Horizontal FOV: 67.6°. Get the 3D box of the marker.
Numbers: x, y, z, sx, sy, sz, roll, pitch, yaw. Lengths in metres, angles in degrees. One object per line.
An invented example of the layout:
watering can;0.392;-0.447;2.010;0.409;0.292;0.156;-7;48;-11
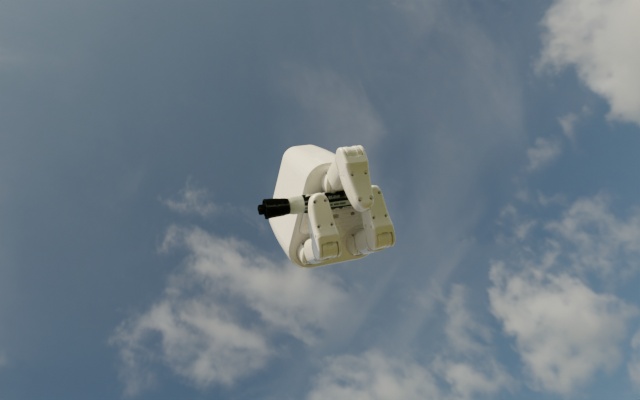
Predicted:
marker;0.000;0.002;0.456;0.121;0.020;0.020;-7;2;-18
